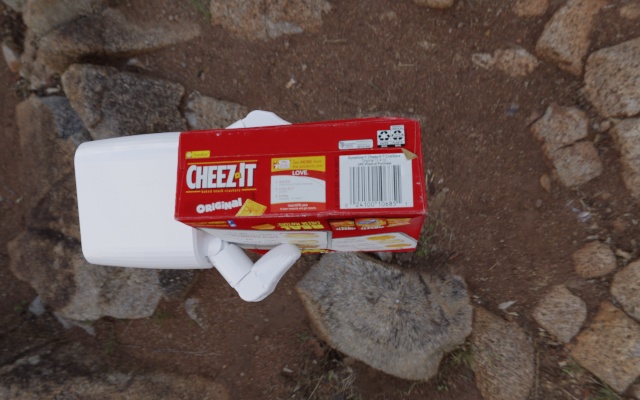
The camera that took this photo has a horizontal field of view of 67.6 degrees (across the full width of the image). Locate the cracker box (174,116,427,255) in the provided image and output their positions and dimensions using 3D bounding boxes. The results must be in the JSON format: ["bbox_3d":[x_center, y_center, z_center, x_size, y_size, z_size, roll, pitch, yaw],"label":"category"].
[{"bbox_3d":[0.000,0.001,0.405,0.164,0.072,0.214,-2,-12,9],"label":"cracker box"}]
